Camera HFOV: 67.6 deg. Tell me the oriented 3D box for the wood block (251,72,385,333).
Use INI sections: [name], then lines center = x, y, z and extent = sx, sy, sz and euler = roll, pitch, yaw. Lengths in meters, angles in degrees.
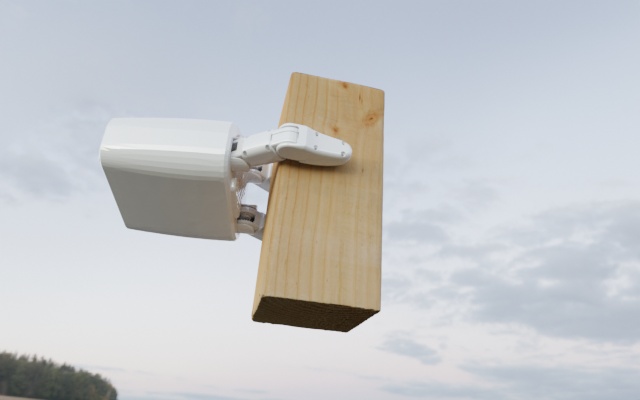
[wood block]
center = 0.000, 0.001, 0.425
extent = 0.090, 0.206, 0.091
euler = 9, -27, -10
